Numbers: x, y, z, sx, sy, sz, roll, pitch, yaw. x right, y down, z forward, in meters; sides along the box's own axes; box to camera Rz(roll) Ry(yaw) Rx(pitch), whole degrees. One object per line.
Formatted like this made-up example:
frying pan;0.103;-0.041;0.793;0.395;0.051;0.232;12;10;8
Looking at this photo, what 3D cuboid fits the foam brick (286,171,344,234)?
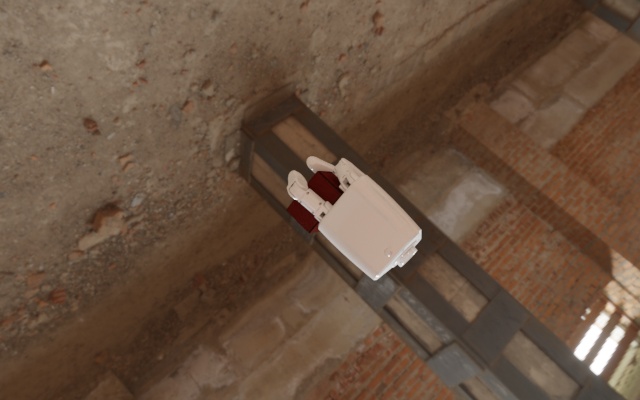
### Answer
foam brick;0.000;0.002;0.687;0.051;0.078;0.053;45;18;15
